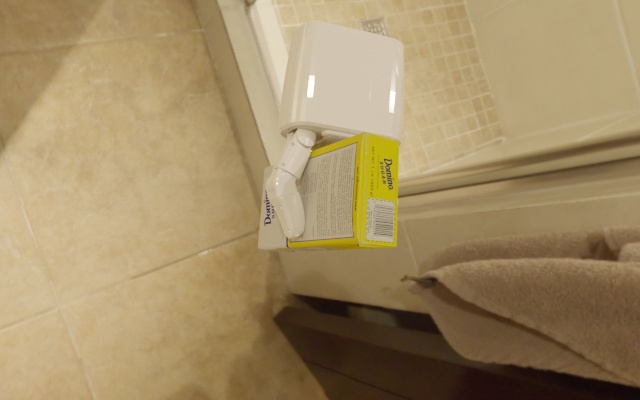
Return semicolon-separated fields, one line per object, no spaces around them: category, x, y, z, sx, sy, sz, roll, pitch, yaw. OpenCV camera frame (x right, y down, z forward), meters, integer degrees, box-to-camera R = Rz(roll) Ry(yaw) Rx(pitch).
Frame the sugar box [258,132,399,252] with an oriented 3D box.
sugar box;0.001;0.001;0.456;0.048;0.093;0.176;9;-10;-30
